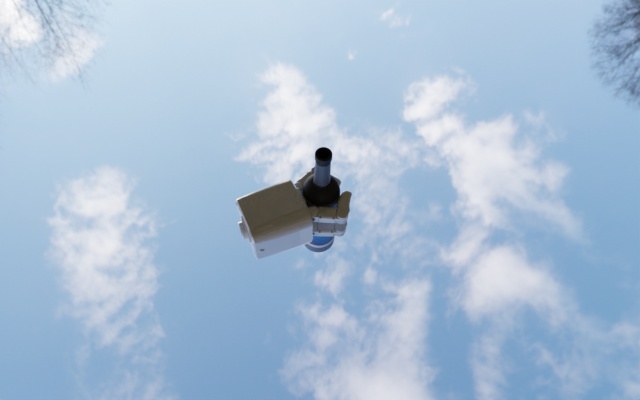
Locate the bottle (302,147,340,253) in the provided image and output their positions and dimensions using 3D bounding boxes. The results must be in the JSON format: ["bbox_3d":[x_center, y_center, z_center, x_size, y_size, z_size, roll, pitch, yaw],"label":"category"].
[{"bbox_3d":[0.000,0.003,0.858,0.069,0.069,0.296,0,-30,-2],"label":"bottle"}]
